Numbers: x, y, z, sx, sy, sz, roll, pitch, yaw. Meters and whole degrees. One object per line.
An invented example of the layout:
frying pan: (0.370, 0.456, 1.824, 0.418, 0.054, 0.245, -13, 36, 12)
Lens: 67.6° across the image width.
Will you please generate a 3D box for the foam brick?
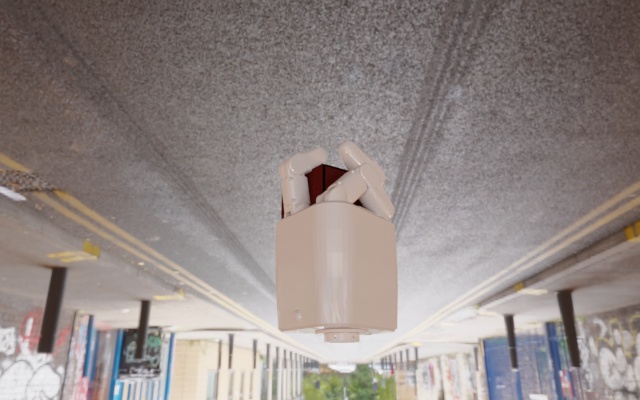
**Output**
foam brick: (0.000, 0.002, 0.504, 0.053, 0.051, 0.078, 12, -23, -34)
